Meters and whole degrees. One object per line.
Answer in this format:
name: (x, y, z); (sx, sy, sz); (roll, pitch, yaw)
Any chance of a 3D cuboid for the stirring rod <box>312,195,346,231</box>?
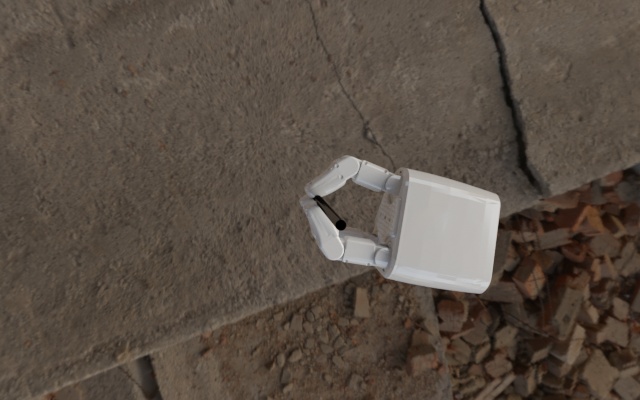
stirring rod: (0.000, 0.001, 0.455); (0.011, 0.011, 0.239); (0, 8, -7)
